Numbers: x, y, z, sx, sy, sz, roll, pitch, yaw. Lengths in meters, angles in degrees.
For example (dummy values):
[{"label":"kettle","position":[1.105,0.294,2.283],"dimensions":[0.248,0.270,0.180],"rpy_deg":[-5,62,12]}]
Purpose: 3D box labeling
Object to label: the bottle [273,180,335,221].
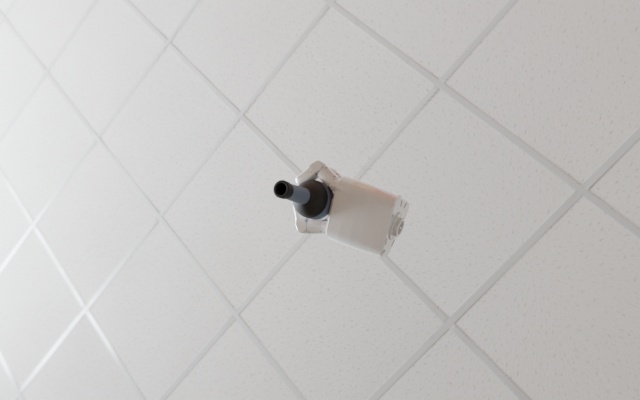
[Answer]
[{"label":"bottle","position":[0.000,0.003,0.845],"dimensions":[0.069,0.069,0.296],"rpy_deg":[0,-8,24]}]
